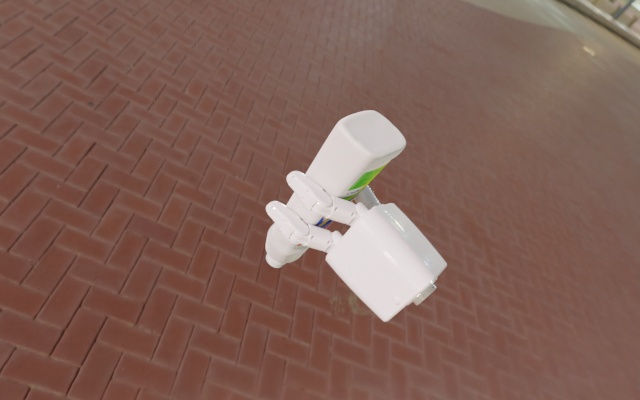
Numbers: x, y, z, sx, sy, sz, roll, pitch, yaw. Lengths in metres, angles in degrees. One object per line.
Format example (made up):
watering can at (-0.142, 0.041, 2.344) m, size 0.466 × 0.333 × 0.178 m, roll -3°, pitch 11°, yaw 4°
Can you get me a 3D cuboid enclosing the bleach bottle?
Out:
bleach bottle at (0.000, 0.002, 0.614) m, size 0.102 × 0.068 × 0.251 m, roll -27°, pitch -21°, yaw -50°
